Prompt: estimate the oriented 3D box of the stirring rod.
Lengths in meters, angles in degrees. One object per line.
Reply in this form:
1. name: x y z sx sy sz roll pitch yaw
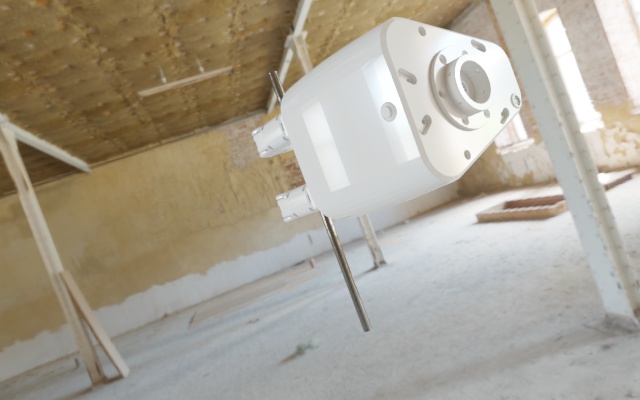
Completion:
1. stirring rod: 0.000 0.001 0.419 0.011 0.239 0.011 -20 1 0
